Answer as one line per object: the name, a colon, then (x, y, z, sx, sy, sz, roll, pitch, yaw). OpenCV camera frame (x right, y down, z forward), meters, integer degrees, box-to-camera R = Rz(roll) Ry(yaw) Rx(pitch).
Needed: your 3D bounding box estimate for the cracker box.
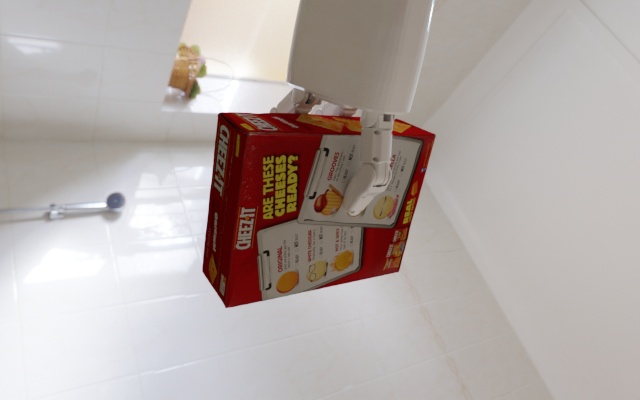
cracker box: (0.000, 0.002, 0.472, 0.213, 0.164, 0.072, -5, 26, -35)
